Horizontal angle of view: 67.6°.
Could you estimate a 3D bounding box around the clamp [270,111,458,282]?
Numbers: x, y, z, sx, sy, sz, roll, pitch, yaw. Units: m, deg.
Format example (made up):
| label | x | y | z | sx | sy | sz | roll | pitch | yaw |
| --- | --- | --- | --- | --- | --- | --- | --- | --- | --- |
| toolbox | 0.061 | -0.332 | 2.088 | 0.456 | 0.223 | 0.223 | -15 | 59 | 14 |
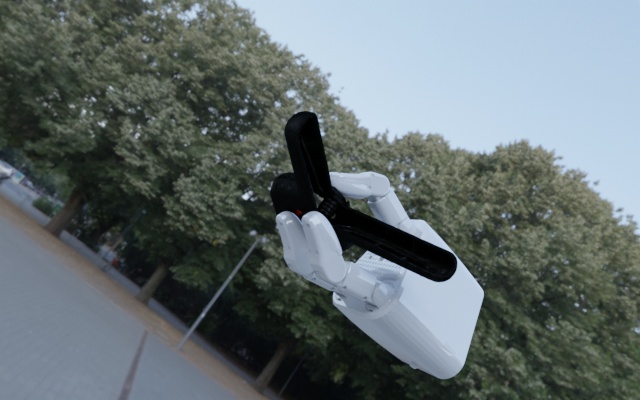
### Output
| label | x | y | z | sx | sy | sz | roll | pitch | yaw |
| --- | --- | --- | --- | --- | --- | --- | --- | --- | --- |
| clamp | 0.000 | 0.001 | 0.413 | 0.164 | 0.036 | 0.210 | 47 | -20 | -19 |
